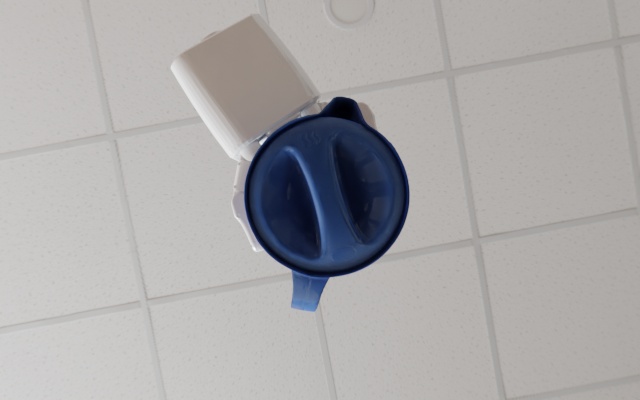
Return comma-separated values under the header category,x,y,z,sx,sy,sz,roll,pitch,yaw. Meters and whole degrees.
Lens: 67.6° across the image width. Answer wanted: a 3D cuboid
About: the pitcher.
category,x,y,z,sx,sy,sz,roll,pitch,yaw
pitcher,0.000,0.001,0.496,0.149,0.145,0.243,-35,3,0
